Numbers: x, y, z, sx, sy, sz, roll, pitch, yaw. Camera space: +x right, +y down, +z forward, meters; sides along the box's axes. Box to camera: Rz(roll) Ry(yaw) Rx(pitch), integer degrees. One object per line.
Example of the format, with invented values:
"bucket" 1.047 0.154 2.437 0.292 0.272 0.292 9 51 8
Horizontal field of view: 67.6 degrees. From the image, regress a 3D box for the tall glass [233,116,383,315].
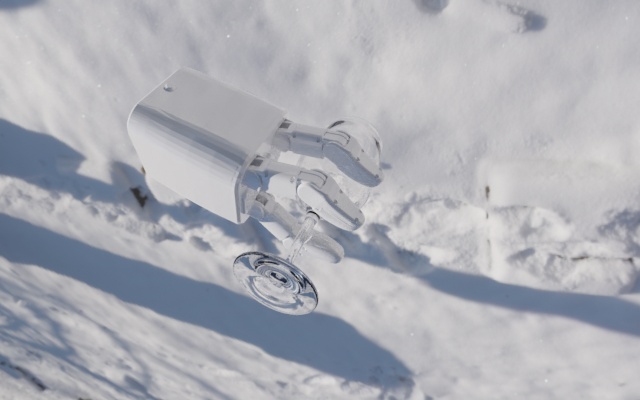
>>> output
"tall glass" 0.000 0.002 0.440 0.079 0.079 0.201 0 41 29
